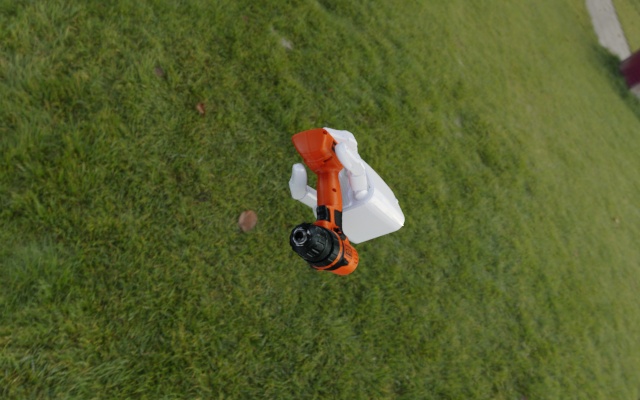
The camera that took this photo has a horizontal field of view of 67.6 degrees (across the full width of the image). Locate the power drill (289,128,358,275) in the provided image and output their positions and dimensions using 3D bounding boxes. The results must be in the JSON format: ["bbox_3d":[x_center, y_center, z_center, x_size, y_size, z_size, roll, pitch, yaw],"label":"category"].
[{"bbox_3d":[0.000,0.002,0.650,0.057,0.187,0.184,-9,-19,16],"label":"power drill"}]
